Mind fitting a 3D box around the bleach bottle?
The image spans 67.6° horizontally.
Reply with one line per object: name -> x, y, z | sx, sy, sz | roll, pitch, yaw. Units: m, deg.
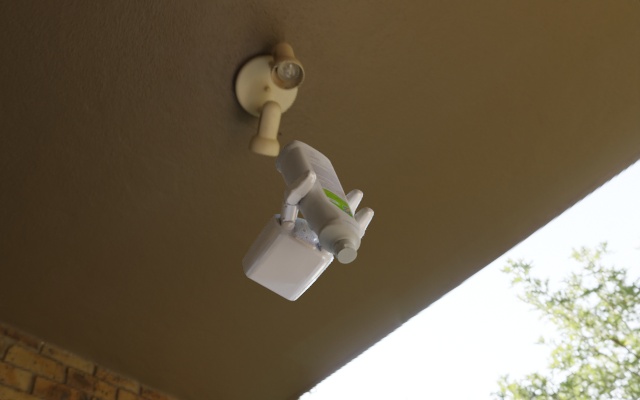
bleach bottle -> 0.000, 0.002, 0.753 | 0.102, 0.068, 0.250 | 27, 23, -31
